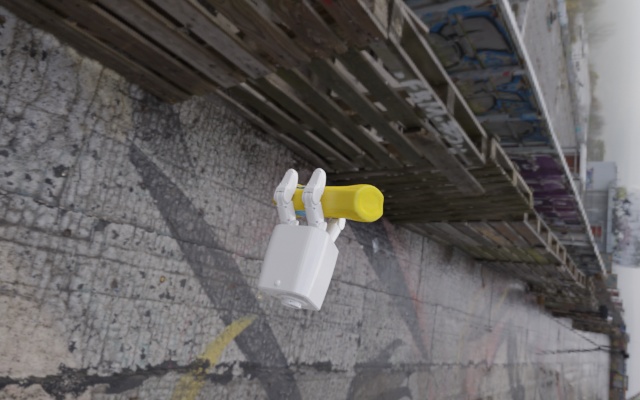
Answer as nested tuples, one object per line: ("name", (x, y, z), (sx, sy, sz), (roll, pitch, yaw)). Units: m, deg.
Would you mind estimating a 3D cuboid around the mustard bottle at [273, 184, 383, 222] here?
("mustard bottle", (0.000, 0.002, 0.790), (0.191, 0.058, 0.096), (2, -2, 34))
